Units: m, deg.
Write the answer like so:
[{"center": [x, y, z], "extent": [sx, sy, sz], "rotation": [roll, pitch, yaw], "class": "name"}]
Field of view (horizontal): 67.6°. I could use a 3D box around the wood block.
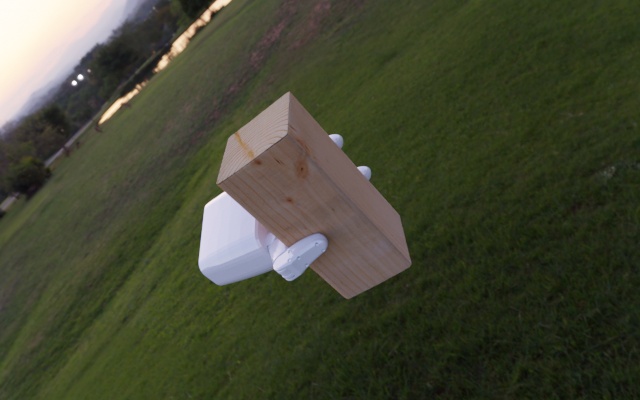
[{"center": [0.000, 0.002, 0.510], "extent": [0.090, 0.206, 0.090], "rotation": [-32, 32, 22], "class": "wood block"}]
